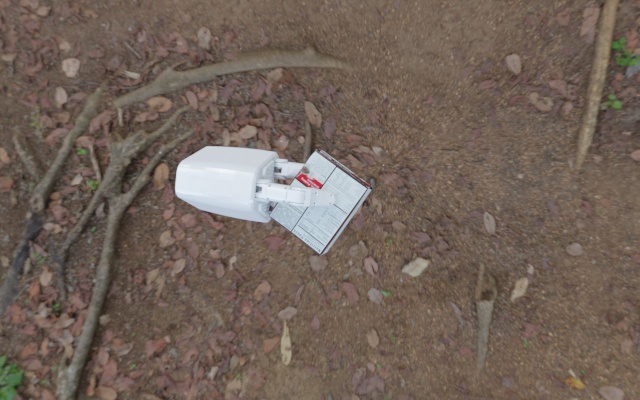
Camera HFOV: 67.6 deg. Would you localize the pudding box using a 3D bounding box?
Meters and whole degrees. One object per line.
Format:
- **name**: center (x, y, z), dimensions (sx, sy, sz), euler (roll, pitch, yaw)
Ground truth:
- **pudding box**: center (0.000, 0.002, 0.627), dimensions (0.090, 0.113, 0.039), euler (37, 10, 8)
